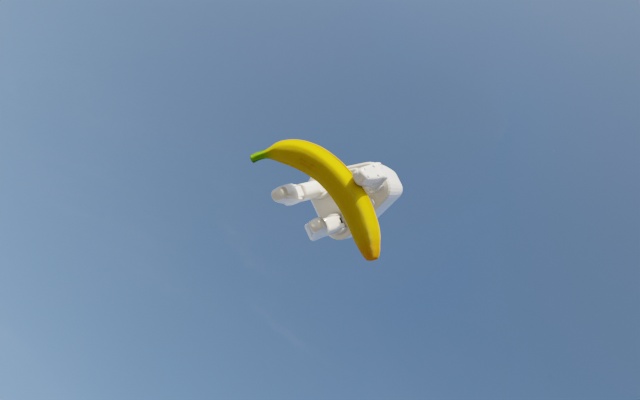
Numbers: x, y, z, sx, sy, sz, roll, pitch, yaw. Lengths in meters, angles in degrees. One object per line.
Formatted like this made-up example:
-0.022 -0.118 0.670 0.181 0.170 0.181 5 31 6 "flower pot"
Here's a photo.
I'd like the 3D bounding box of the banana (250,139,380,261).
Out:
0.009 -0.015 0.568 0.197 0.069 0.037 40 6 14 "banana"
